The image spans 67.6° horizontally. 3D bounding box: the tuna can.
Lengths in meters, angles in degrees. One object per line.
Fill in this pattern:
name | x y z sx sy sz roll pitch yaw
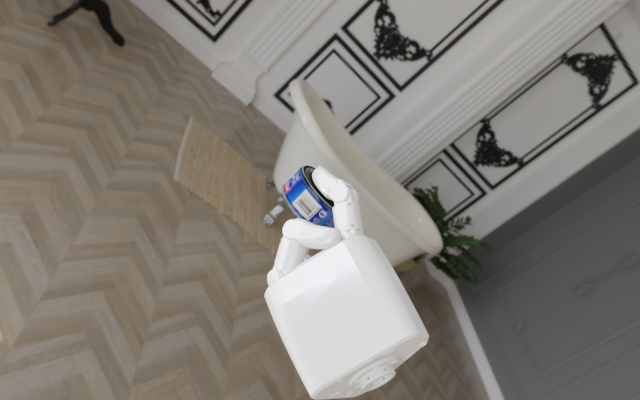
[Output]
tuna can | 0.000 0.001 0.526 0.034 0.086 0.086 -45 -17 17
